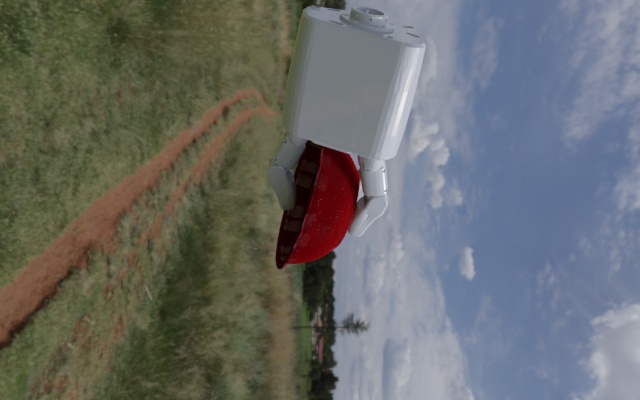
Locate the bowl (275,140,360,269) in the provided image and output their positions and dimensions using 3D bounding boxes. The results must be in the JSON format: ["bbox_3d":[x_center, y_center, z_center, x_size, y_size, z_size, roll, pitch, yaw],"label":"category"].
[{"bbox_3d":[0.000,0.003,0.516,0.055,0.162,0.162,17,-3,-11],"label":"bowl"}]
